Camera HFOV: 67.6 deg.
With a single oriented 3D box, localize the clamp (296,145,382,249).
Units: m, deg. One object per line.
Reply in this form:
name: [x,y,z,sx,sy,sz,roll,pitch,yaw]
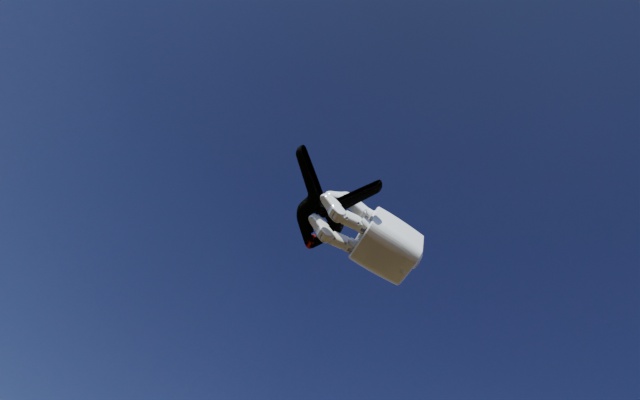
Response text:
clamp: [0.000,0.003,0.894,0.164,0.210,0.036,31,37,3]
